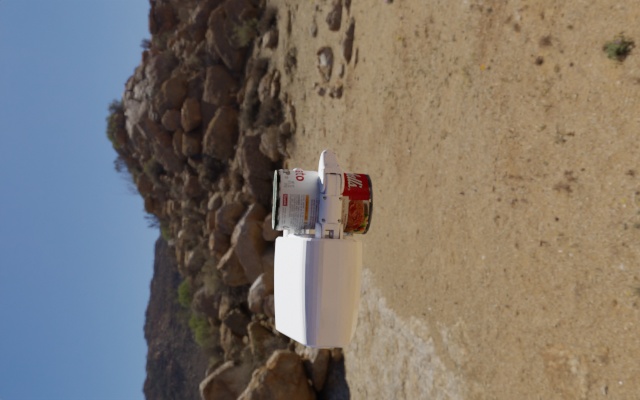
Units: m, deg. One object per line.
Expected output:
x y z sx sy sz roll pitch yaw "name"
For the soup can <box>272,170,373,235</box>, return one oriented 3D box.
0.000 0.001 0.524 0.102 0.068 0.068 3 0 -8 "soup can"
